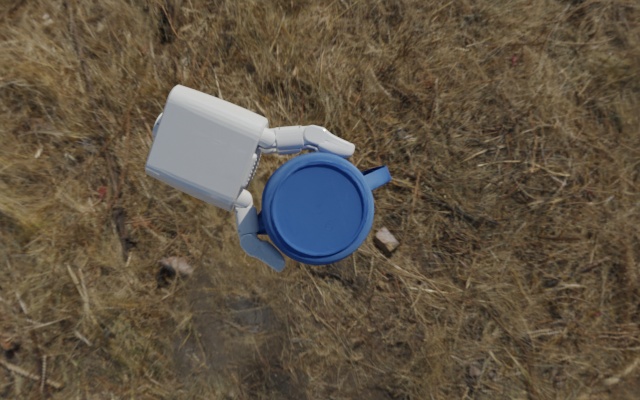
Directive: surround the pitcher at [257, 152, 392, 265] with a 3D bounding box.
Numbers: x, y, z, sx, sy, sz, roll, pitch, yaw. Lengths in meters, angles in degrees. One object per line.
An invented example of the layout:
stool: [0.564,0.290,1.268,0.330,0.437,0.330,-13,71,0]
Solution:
pitcher: [0.000,0.002,0.564,0.145,0.149,0.243,23,-1,-4]
